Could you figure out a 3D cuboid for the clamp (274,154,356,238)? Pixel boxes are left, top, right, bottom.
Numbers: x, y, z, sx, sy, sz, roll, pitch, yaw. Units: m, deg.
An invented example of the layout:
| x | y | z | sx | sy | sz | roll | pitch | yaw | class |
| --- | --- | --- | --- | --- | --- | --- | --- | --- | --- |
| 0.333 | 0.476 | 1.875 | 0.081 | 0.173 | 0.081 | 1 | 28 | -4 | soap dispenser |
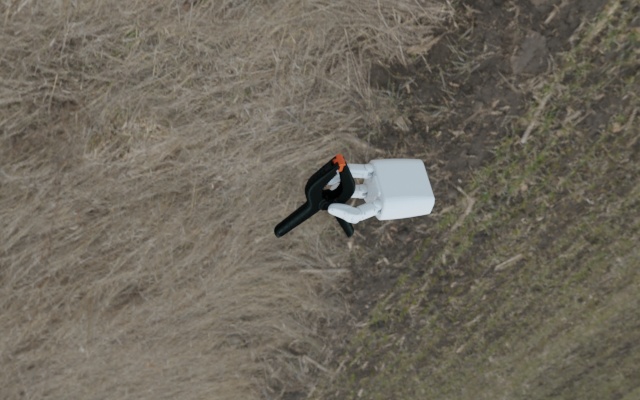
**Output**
| x | y | z | sx | sy | sz | roll | pitch | yaw | class |
| --- | --- | --- | --- | --- | --- | --- | --- | --- | --- |
| 0.001 | 0.003 | 0.888 | 0.164 | 0.036 | 0.210 | -4 | -43 | -15 | clamp |
